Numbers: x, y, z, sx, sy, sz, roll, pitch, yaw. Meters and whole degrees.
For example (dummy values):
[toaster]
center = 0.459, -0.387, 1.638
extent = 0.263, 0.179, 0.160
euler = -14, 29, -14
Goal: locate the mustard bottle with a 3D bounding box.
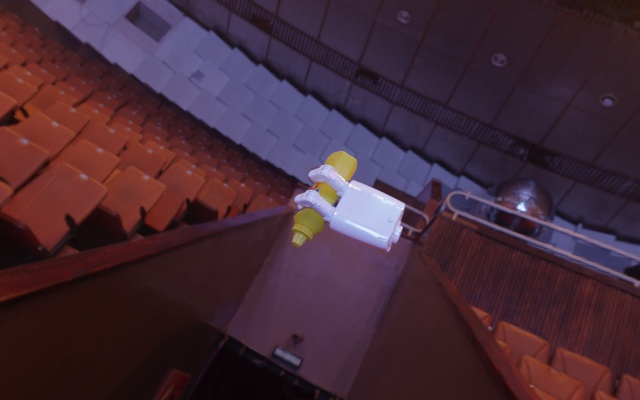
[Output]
[mustard bottle]
center = 0.000, 0.003, 0.895
extent = 0.058, 0.191, 0.096
euler = 32, -22, -9
